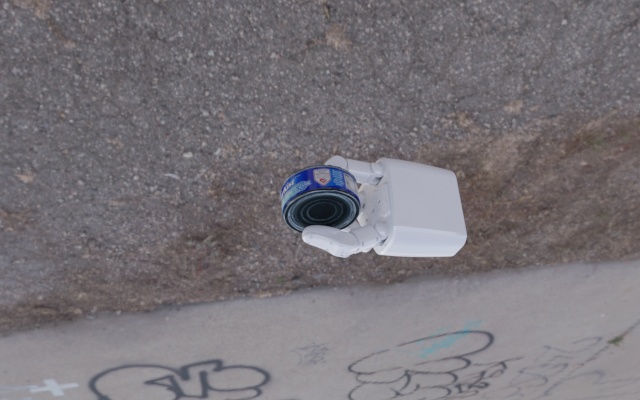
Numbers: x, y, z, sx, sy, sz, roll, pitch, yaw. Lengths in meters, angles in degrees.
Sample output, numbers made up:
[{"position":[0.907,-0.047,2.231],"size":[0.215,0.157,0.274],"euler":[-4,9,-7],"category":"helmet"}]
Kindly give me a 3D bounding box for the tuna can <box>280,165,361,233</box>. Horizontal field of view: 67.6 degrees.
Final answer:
[{"position":[0.000,0.002,0.517],"size":[0.086,0.033,0.086],"euler":[-5,-37,-4],"category":"tuna can"}]
